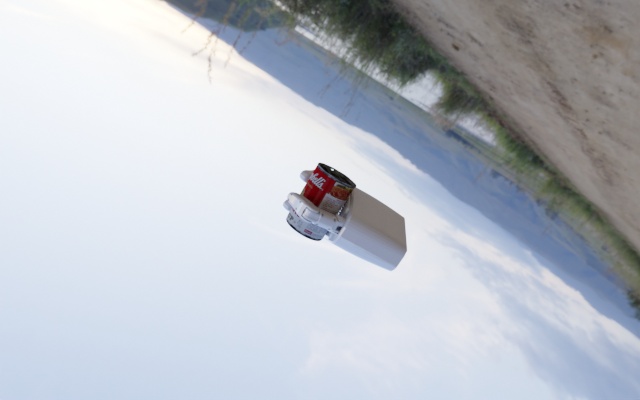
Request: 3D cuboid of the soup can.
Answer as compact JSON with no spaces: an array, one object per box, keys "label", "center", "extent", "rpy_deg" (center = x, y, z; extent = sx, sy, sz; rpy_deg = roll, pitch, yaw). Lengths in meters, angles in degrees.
[{"label":"soup can","center":[0.000,0.002,0.731],"extent":[0.068,0.102,0.068],"rpy_deg":[29,14,-8]}]
